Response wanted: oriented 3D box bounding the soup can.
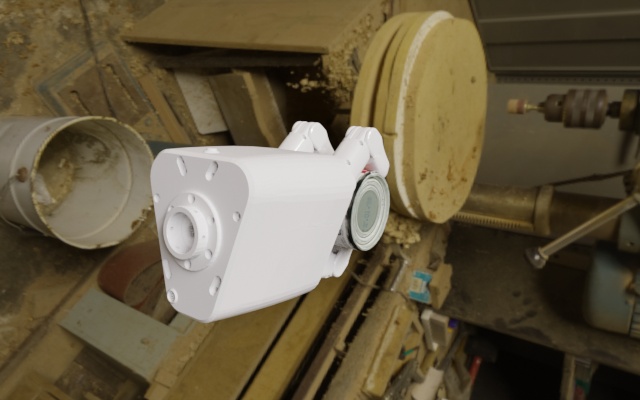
[{"bbox_3d":[0.001,0.002,0.417,0.102,0.068,0.068,11,6,33],"label":"soup can"}]
